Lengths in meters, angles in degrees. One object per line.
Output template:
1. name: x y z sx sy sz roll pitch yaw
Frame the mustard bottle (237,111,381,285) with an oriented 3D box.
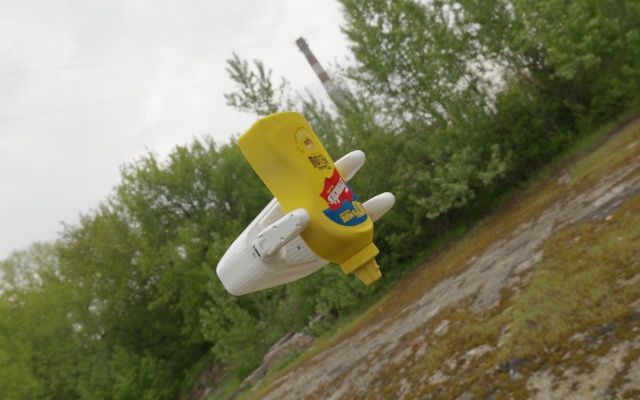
1. mustard bottle: 0.000 0.001 0.485 0.058 0.191 0.096 -37 -6 27
